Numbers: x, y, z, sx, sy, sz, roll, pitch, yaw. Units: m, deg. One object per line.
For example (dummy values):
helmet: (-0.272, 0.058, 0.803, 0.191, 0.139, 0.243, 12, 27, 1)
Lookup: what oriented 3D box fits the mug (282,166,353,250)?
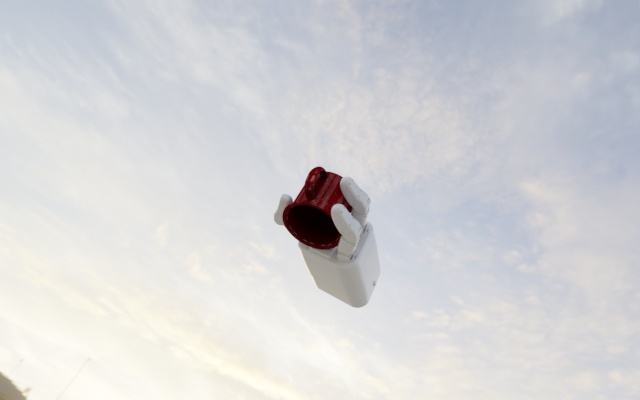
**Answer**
mug: (0.000, 0.001, 0.693, 0.093, 0.117, 0.081, 6, 44, 25)
